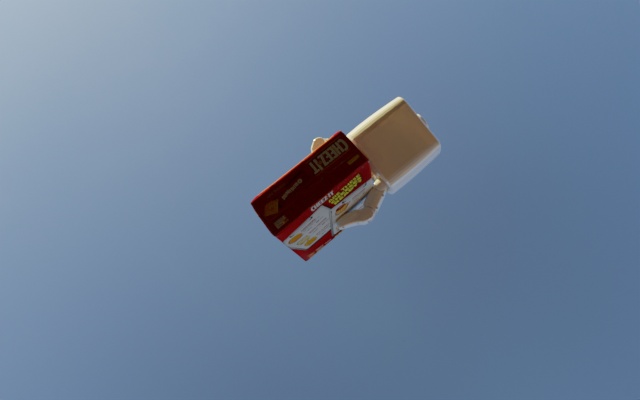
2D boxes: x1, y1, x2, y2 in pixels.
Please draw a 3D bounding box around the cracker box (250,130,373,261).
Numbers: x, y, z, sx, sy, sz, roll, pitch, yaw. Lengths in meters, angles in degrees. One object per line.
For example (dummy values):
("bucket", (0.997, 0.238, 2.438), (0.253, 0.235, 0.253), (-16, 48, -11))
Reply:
("cracker box", (0.000, 0.003, 0.739), (0.164, 0.072, 0.214), (-40, -19, -3))
